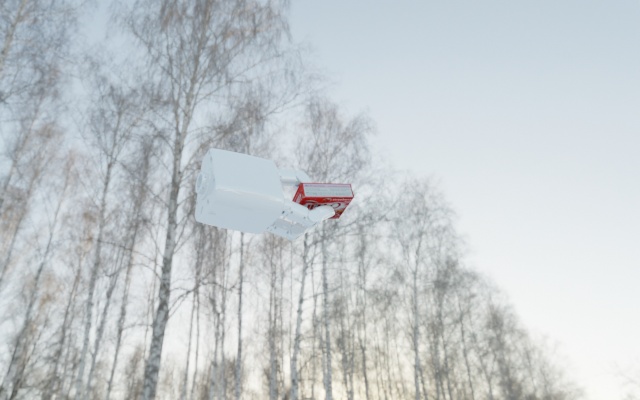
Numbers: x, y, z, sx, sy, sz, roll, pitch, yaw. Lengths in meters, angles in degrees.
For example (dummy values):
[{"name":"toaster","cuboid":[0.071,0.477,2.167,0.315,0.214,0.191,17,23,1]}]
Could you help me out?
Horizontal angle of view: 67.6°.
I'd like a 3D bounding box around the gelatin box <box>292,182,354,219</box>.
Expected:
[{"name":"gelatin box","cuboid":[0.000,0.002,0.778,0.089,0.030,0.073,0,-30,-21]}]
